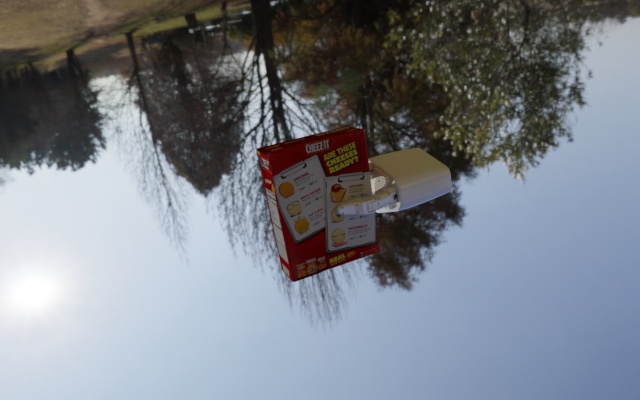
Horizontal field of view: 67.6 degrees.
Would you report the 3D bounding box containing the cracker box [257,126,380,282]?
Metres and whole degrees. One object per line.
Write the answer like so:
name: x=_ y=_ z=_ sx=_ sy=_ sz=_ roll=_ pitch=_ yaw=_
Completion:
cracker box: x=0.000 y=0.003 z=0.773 sx=0.164 sy=0.214 sz=0.072 roll=-17 pitch=19 yaw=-21
